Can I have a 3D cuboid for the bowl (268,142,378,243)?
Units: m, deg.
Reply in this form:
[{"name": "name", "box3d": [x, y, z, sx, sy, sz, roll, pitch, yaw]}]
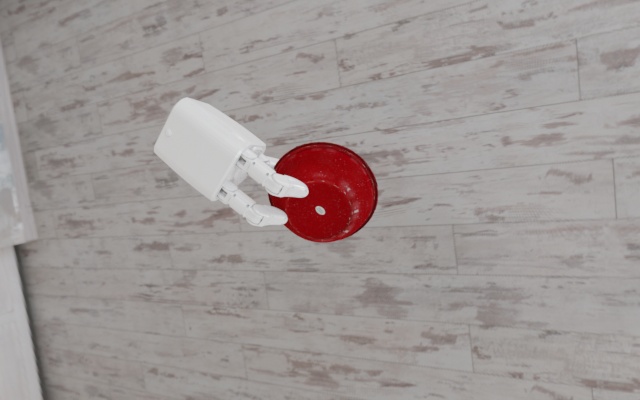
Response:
[{"name": "bowl", "box3d": [0.001, 0.003, 0.671, 0.162, 0.162, 0.055, 0, 27, 7]}]
